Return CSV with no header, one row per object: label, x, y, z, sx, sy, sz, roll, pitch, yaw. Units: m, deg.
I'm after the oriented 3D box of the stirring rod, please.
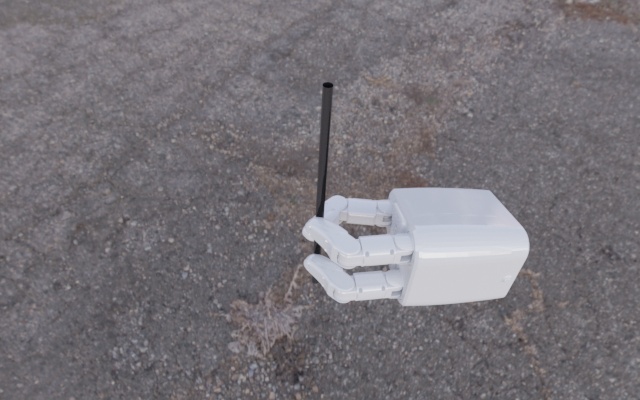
stirring rod,0.000,0.001,0.432,0.011,0.240,0.011,2,45,-2
